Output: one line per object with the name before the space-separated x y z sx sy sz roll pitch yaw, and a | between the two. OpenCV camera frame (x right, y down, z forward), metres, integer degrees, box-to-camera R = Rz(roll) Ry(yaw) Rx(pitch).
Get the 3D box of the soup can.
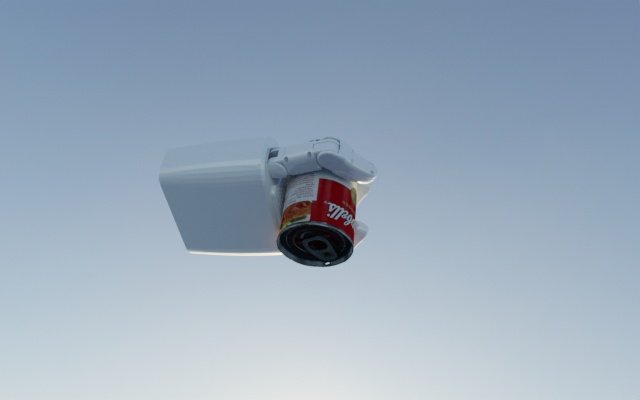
soup can | 0.001 0.001 0.446 0.068 0.102 0.069 4 -39 4
